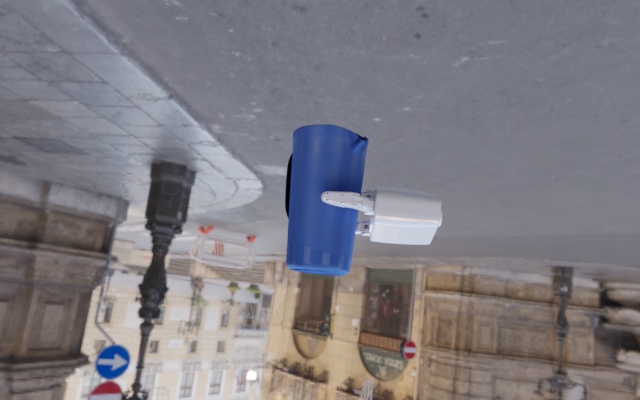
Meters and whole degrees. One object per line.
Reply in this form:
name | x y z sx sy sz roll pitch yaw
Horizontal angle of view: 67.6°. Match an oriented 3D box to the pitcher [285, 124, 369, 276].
pitcher | 0.000 0.003 0.822 0.145 0.242 0.149 6 -11 3
